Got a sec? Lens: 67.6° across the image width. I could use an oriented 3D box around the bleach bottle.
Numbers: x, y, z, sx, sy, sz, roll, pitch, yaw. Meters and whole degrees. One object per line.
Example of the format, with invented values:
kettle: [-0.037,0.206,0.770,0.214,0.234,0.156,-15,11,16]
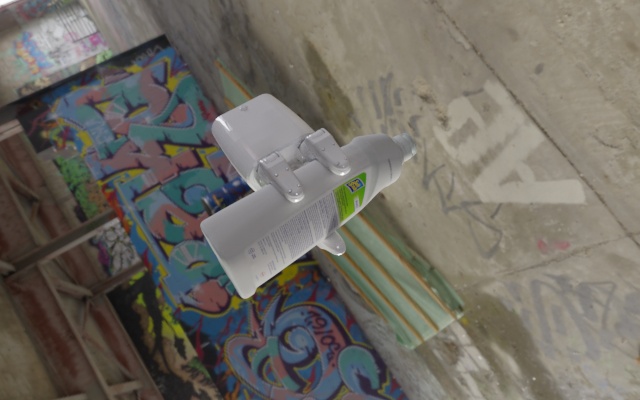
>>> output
bleach bottle: [0.000,0.002,0.528,0.251,0.068,0.103,-31,-35,-15]
